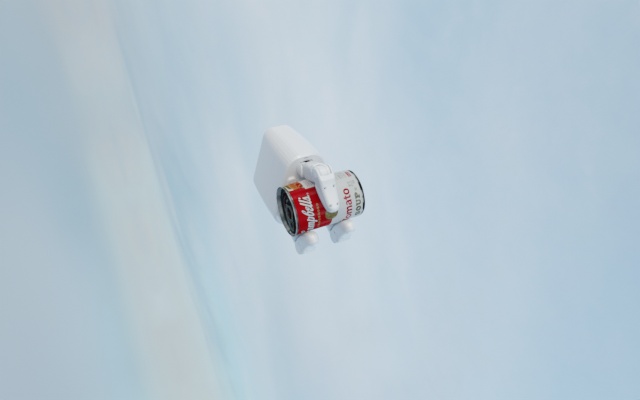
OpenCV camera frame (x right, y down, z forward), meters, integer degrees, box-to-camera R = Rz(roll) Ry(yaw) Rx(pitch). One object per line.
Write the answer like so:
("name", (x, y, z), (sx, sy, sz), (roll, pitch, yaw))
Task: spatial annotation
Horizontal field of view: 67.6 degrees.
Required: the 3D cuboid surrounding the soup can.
("soup can", (0.001, 0.002, 0.643), (0.102, 0.068, 0.068), (-16, 6, -21))
